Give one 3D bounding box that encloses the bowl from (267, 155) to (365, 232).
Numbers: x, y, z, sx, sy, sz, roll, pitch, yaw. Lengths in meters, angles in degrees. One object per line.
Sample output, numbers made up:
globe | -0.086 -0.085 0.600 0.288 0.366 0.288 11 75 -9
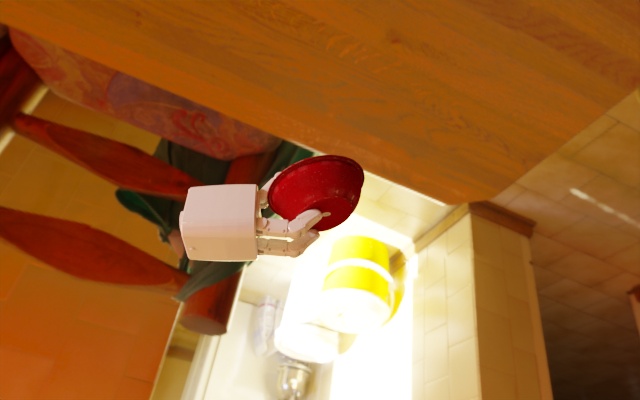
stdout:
bowl | 0.002 0.002 0.749 0.162 0.055 0.162 -12 -35 -9
